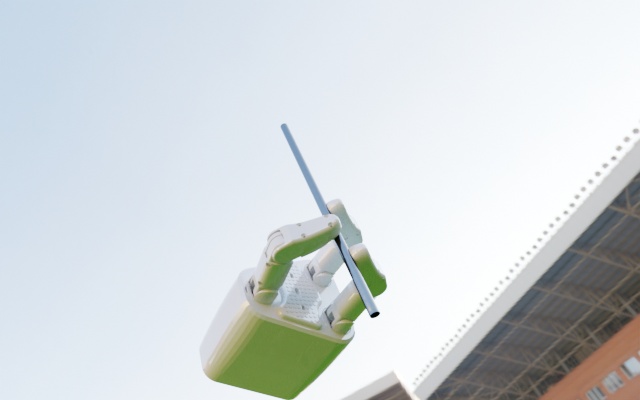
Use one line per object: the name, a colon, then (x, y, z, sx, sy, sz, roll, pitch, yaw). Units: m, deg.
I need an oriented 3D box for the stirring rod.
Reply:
stirring rod: (0.000, 0.001, 0.416, 0.011, 0.011, 0.239, 0, 41, -25)
